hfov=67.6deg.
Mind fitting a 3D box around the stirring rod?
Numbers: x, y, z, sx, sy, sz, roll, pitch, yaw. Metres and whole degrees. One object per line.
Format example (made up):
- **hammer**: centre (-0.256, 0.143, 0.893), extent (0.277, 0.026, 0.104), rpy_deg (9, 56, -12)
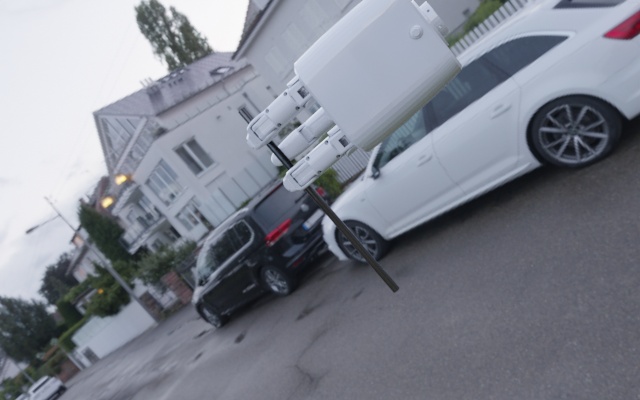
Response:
- **stirring rod**: centre (0.000, 0.002, 0.481), extent (0.011, 0.239, 0.011), rpy_deg (-40, 5, 4)
